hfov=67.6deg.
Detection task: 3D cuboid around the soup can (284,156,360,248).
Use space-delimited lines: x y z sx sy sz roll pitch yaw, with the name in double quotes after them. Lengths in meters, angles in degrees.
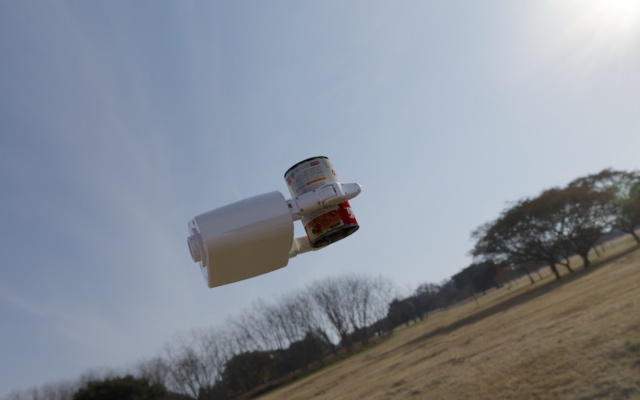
0.000 0.002 0.622 0.068 0.102 0.068 -21 -16 -6 "soup can"
